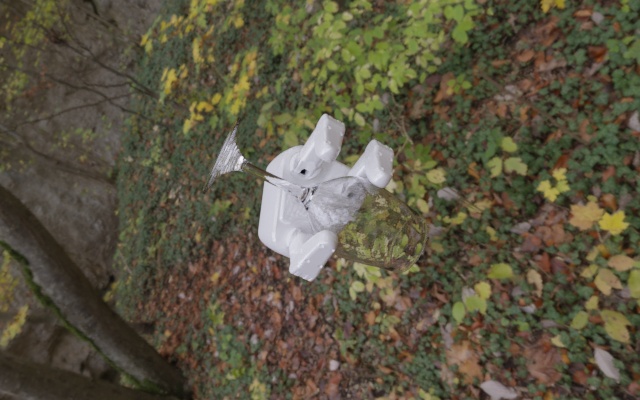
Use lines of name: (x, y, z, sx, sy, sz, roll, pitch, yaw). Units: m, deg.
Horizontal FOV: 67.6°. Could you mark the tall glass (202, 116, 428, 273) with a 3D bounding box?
tall glass: (-0.001, 0.001, 0.440, 0.201, 0.079, 0.079, 25, -7, -16)
